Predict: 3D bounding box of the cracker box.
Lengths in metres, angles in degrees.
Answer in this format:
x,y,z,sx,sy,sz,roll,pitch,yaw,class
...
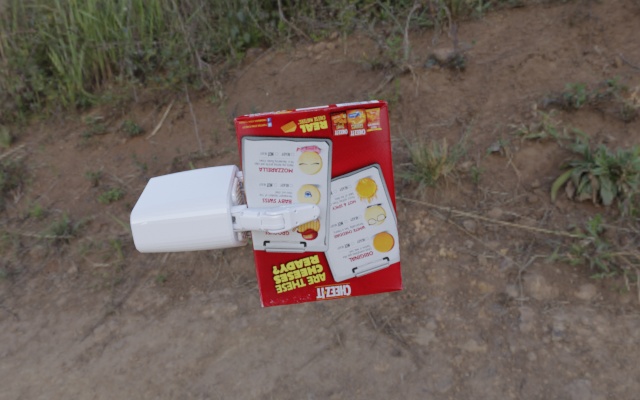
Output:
x,y,z,sx,sy,sz,roll,pitch,yaw,class
0.000,0.002,0.547,0.164,0.214,0.072,-7,13,0,cracker box
